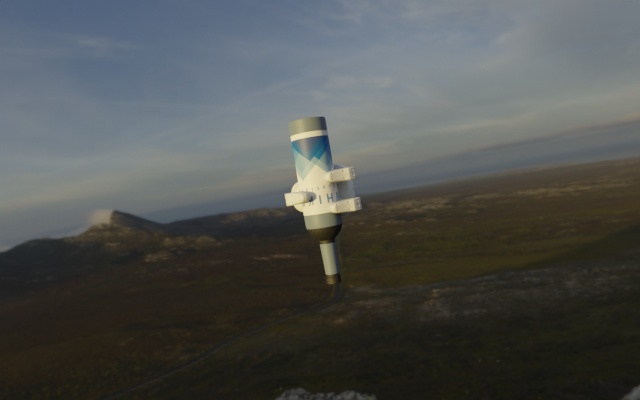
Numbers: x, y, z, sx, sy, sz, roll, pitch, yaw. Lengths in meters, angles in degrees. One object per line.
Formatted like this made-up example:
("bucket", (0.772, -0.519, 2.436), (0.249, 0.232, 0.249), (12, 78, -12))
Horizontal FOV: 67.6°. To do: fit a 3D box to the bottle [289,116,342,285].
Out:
("bottle", (0.000, 0.003, 0.853), (0.069, 0.296, 0.069), (-10, 2, 0))
